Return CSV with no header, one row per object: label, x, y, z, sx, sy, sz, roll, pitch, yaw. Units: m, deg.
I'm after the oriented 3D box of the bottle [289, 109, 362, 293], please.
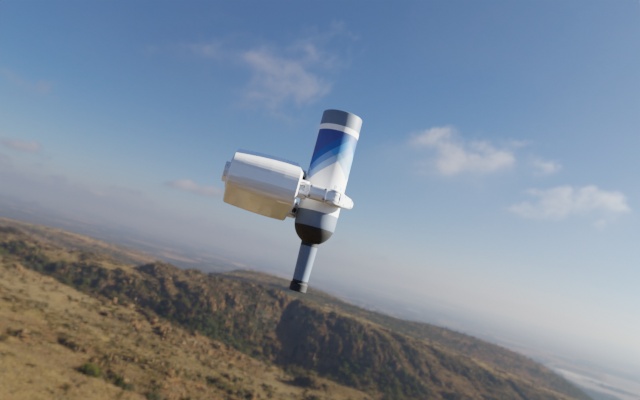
bottle,0.000,0.002,0.775,0.069,0.295,0.069,14,-7,2
